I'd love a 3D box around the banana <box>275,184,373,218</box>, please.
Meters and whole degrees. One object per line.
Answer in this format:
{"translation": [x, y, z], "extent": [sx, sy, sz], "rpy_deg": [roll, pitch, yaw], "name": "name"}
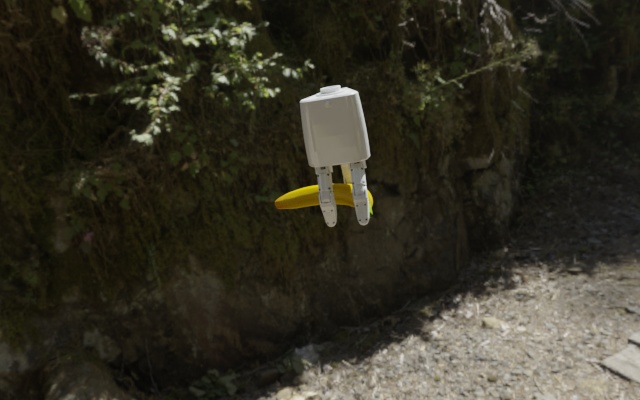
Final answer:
{"translation": [0.013, -0.005, 0.825], "extent": [0.198, 0.037, 0.069], "rpy_deg": [3, 26, 34], "name": "banana"}
